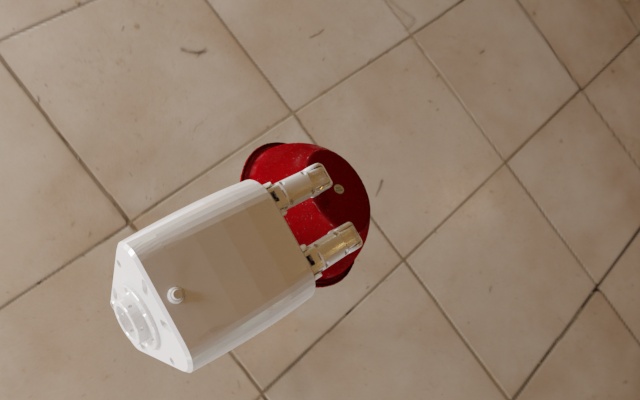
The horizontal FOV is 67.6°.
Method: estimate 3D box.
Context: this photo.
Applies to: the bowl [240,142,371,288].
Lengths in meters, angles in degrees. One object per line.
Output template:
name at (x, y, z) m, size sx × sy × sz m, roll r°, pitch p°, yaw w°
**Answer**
bowl at (0.001, 0.001, 0.480) m, size 0.055 × 0.162 × 0.162 m, roll -30°, pitch -19°, yaw 37°
